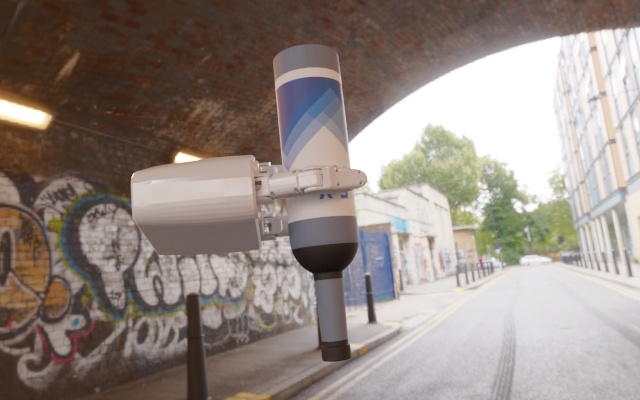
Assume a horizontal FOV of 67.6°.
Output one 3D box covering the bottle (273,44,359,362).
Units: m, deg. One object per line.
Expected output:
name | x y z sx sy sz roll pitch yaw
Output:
bottle | 0.000 0.001 0.462 0.069 0.295 0.069 -6 -9 -1
